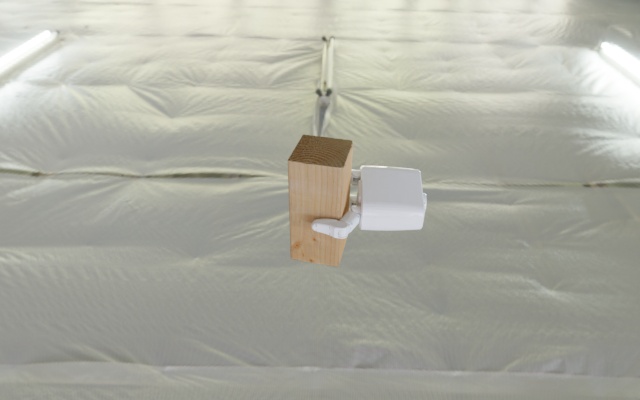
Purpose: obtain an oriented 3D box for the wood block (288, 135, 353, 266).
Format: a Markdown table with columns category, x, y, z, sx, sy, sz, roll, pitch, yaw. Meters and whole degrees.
| category | x | y | z | sx | sy | sz | roll | pitch | yaw |
| --- | --- | --- | --- | --- | --- | --- | --- | --- | --- |
| wood block | 0.000 | 0.003 | 0.819 | 0.090 | 0.206 | 0.090 | 8 | 36 | 10 |
